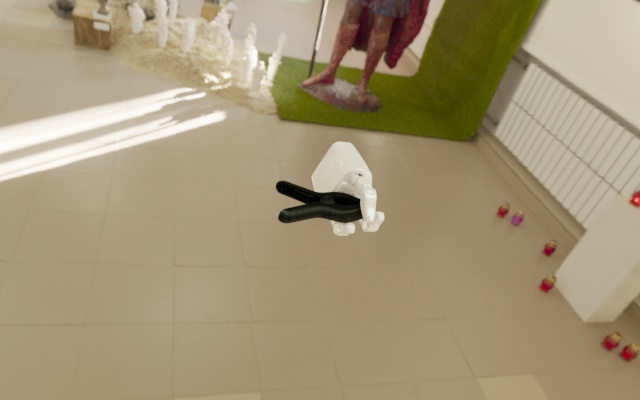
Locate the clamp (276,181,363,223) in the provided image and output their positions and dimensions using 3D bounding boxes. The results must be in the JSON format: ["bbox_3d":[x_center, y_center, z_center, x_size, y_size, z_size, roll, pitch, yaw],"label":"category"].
[{"bbox_3d":[0.000,0.002,0.833,0.171,0.039,0.120,4,35,-20],"label":"clamp"}]
